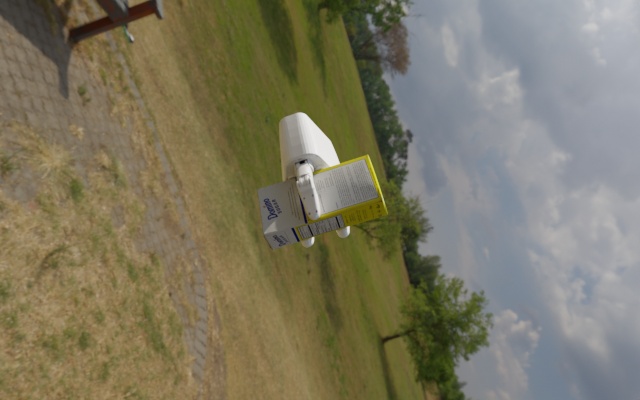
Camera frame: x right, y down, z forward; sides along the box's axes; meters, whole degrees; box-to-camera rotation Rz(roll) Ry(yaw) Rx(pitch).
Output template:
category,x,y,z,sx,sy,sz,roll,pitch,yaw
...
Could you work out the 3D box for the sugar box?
category,x,y,z,sx,sy,sz,roll,pitch,yaw
sugar box,0.000,0.002,0.700,0.176,0.093,0.048,-18,-41,6
